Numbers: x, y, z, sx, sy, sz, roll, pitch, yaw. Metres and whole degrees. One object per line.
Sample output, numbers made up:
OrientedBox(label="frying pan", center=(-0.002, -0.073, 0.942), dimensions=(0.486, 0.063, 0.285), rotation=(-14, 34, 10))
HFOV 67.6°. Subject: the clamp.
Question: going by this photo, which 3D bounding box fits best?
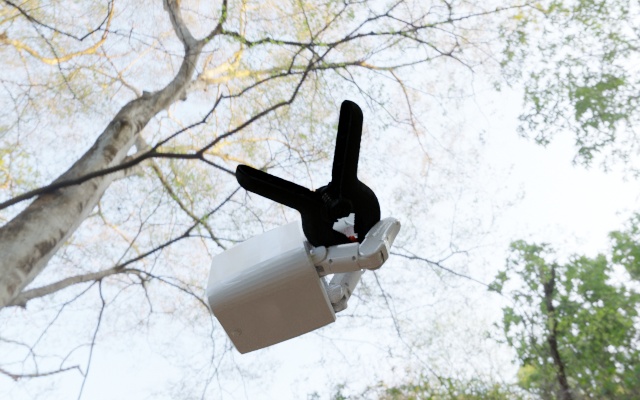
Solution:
OrientedBox(label="clamp", center=(0.000, 0.001, 0.444), dimensions=(0.120, 0.172, 0.039), rotation=(-21, 36, -1))
